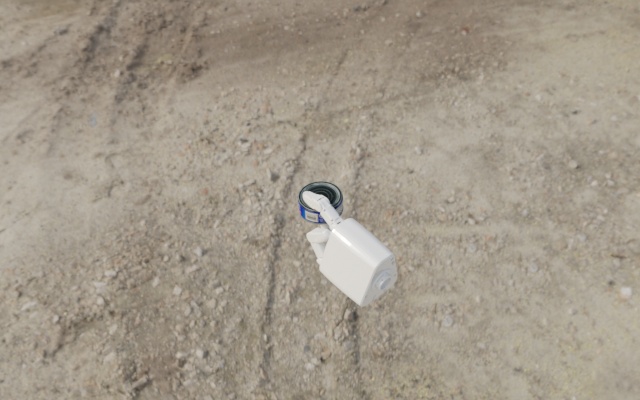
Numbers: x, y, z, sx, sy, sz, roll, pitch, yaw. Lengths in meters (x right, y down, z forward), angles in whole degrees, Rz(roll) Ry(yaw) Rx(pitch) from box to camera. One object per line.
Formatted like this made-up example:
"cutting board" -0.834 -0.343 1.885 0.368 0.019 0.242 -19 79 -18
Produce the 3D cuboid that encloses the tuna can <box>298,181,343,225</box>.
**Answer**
"tuna can" 0.000 0.002 0.895 0.086 0.034 0.086 -2 43 2
